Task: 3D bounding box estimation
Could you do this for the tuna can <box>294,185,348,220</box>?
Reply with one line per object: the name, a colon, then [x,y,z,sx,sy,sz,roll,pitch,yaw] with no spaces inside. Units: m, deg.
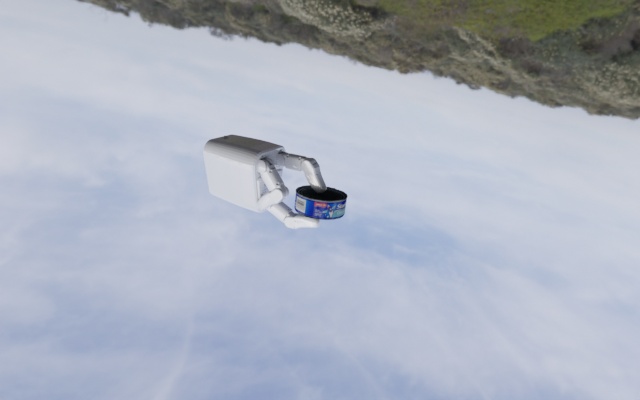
tuna can: [0.000,0.003,0.785,0.086,0.034,0.086,6,17,-2]
